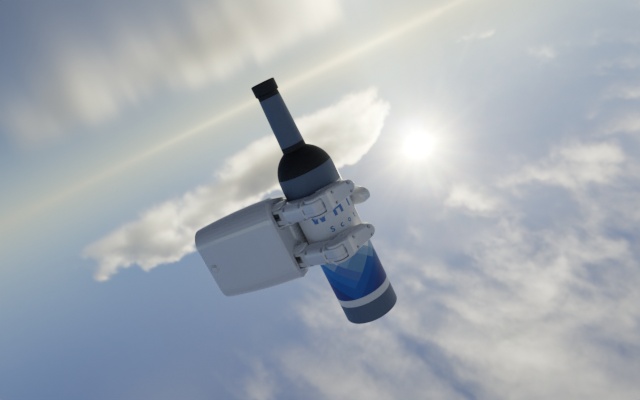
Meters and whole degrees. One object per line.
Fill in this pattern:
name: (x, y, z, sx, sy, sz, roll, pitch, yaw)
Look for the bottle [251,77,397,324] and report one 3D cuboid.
bottle: (0.000, 0.002, 0.547, 0.069, 0.296, 0.069, -24, 14, 7)
